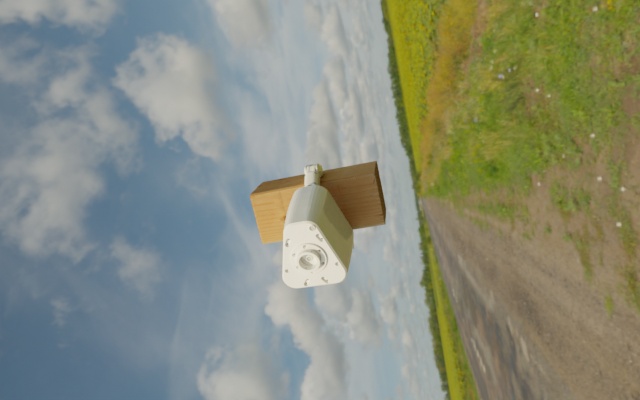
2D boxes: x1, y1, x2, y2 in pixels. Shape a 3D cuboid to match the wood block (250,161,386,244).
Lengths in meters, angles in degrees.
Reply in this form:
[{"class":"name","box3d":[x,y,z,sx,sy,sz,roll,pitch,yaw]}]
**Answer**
[{"class":"wood block","box3d":[0.000,0.002,0.801,0.206,0.091,0.090,-10,15,11]}]
